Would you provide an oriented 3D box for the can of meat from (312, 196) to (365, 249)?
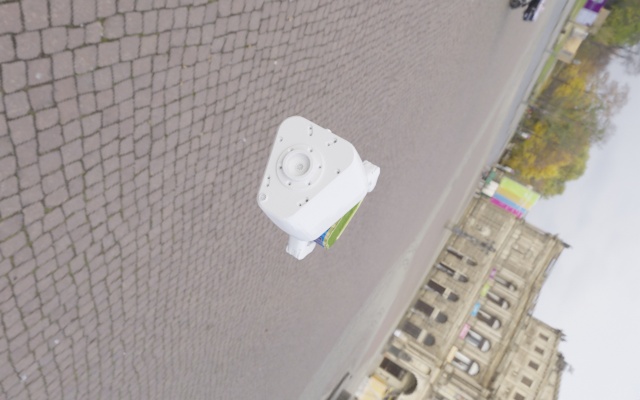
[{"bbox_3d":[0.000,0.002,0.629,0.084,0.102,0.057,30,-11,16],"label":"can of meat"}]
